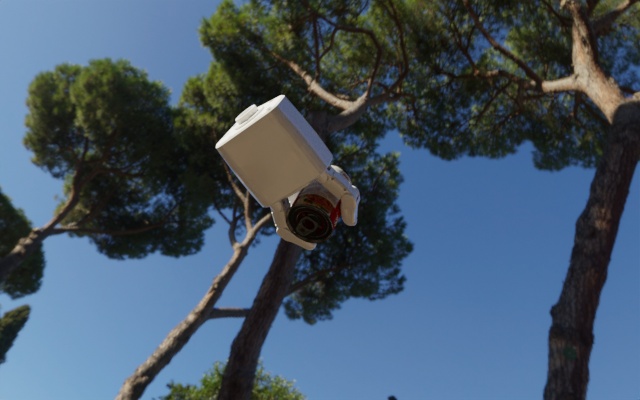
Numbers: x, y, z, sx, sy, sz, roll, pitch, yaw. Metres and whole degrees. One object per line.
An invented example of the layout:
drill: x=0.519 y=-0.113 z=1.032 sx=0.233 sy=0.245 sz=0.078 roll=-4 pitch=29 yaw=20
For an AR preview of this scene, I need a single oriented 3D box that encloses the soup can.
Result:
soup can: x=0.001 y=0.002 z=0.676 sx=0.068 sy=0.068 sz=0.102 roll=0 pitch=37 yaw=23
